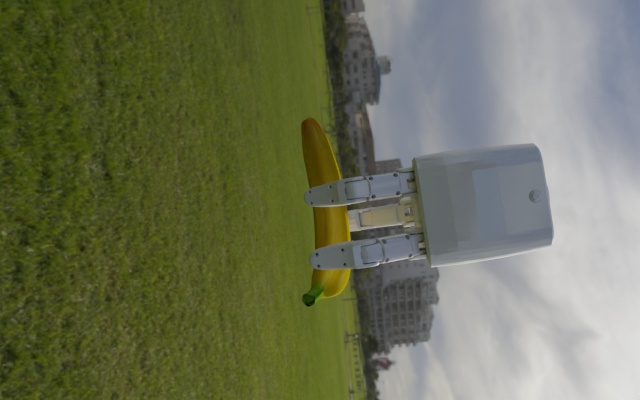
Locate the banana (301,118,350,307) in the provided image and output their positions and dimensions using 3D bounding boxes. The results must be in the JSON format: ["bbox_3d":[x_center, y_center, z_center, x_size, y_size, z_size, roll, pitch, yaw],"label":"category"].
[{"bbox_3d":[0.006,0.012,0.475,0.037,0.197,0.070,-11,-28,14],"label":"banana"}]
